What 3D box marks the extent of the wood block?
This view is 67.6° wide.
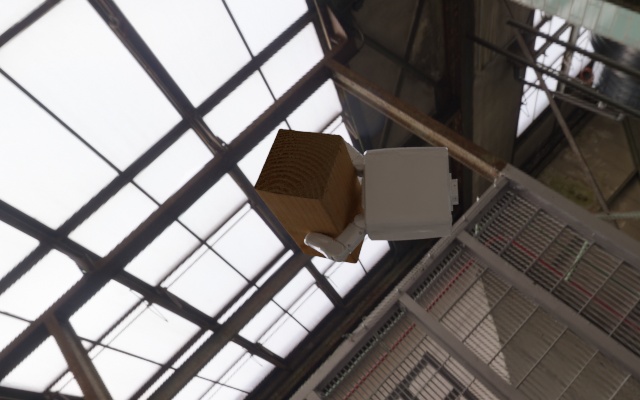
[{"bbox_3d":[0.000,0.003,0.648,0.090,0.090,0.206,9,-25,21],"label":"wood block"}]
